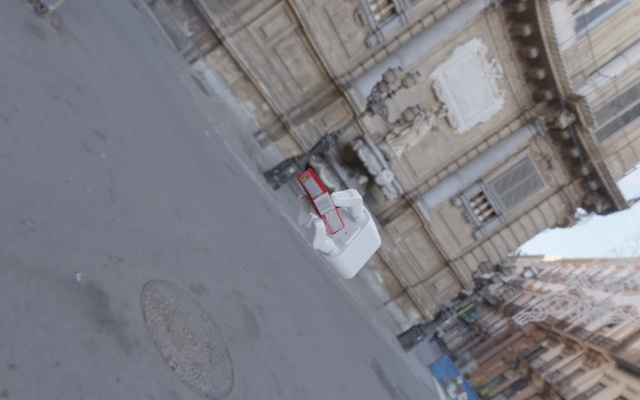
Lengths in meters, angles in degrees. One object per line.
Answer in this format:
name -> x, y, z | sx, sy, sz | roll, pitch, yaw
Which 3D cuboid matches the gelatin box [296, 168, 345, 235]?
gelatin box -> 0.000, 0.002, 0.770 | 0.030, 0.089, 0.073 | -30, 42, -4
